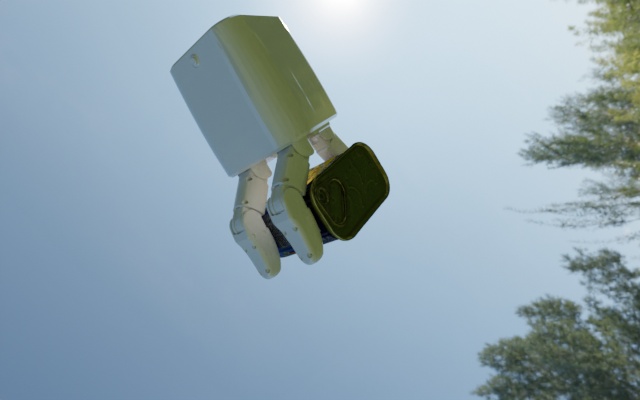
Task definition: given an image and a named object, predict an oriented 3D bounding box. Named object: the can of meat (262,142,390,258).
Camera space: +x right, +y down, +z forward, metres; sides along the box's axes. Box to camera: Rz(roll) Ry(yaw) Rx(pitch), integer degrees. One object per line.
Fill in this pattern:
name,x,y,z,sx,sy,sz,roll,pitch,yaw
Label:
can of meat,0.000,0.001,0.423,0.084,0.057,0.102,-22,15,42
